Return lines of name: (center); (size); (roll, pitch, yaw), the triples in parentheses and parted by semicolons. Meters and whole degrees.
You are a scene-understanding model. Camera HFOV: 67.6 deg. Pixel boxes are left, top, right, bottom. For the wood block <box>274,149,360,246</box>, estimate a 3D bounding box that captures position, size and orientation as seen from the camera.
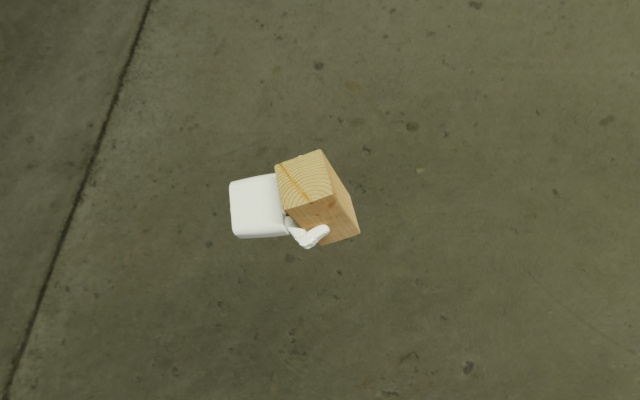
wood block: (0.000, 0.003, 0.883); (0.090, 0.090, 0.206); (-18, -26, 11)
